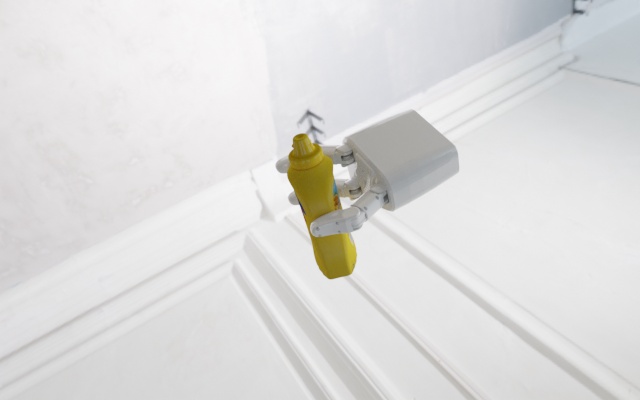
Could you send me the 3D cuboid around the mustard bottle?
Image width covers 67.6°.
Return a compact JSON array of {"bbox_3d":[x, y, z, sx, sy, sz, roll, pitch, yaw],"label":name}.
[{"bbox_3d":[0.000,0.002,0.600,0.058,0.192,0.096,-13,35,5],"label":"mustard bottle"}]
